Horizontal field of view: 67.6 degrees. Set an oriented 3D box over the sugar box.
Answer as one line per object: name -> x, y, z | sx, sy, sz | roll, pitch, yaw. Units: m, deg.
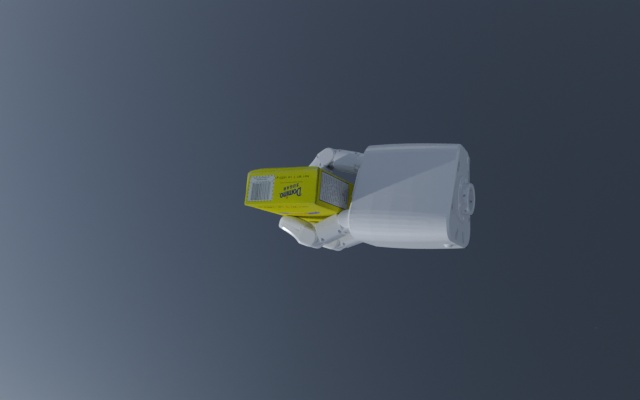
sugar box -> 0.000, 0.002, 0.571 | 0.093, 0.048, 0.176 | 0, -13, 30
